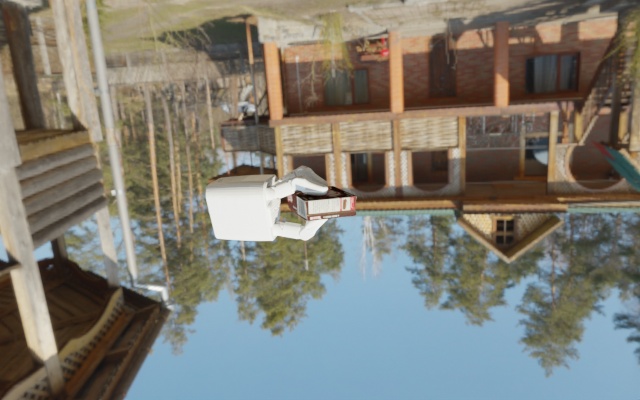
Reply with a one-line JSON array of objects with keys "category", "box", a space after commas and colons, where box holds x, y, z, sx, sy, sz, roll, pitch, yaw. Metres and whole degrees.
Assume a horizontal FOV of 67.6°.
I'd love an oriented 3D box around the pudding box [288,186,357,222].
[{"category": "pudding box", "box": [0.000, 0.003, 0.819, 0.090, 0.039, 0.113, -6, 15, -18]}]
